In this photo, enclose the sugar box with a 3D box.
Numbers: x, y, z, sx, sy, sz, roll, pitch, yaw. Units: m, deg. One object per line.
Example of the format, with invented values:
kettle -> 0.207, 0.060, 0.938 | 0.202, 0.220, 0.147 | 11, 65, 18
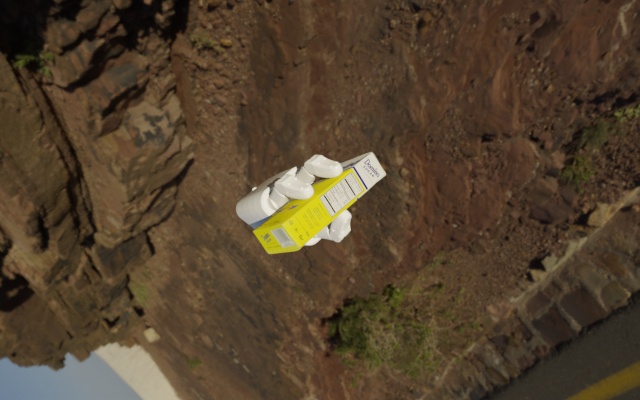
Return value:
sugar box -> 0.000, 0.002, 0.651 | 0.176, 0.048, 0.093 | -42, 14, -30
